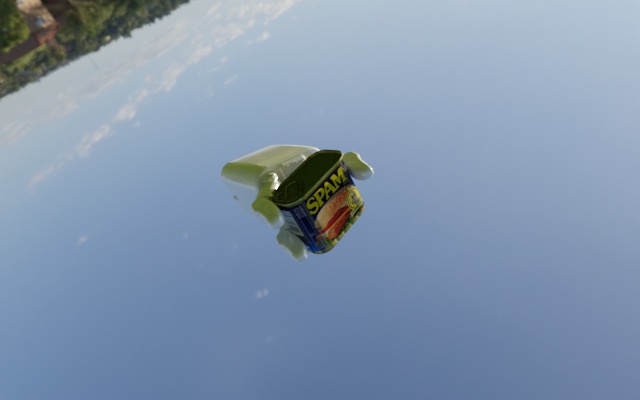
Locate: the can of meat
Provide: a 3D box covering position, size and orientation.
[{"bbox_3d":[0.000,0.002,0.580,0.057,0.084,0.102,9,47,47],"label":"can of meat"}]
